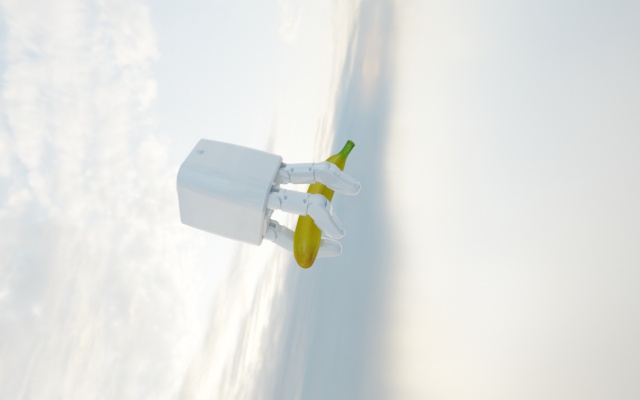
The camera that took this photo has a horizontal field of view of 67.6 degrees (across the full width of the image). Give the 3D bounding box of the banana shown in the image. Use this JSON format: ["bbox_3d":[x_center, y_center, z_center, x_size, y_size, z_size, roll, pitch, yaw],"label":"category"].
[{"bbox_3d":[-0.004,0.008,0.616,0.037,0.197,0.070,22,-32,-6],"label":"banana"}]
